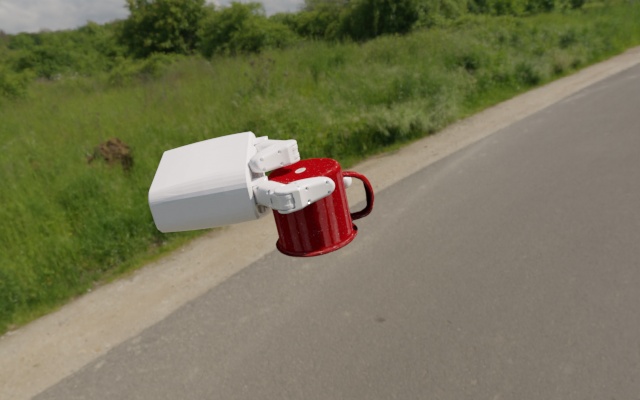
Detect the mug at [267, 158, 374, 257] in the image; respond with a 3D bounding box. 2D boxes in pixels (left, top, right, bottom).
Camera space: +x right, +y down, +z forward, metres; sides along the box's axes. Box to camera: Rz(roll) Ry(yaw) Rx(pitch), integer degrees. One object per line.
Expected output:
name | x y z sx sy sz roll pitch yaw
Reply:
mug | 0.001 0.001 0.518 0.117 0.081 0.093 -11 20 1
